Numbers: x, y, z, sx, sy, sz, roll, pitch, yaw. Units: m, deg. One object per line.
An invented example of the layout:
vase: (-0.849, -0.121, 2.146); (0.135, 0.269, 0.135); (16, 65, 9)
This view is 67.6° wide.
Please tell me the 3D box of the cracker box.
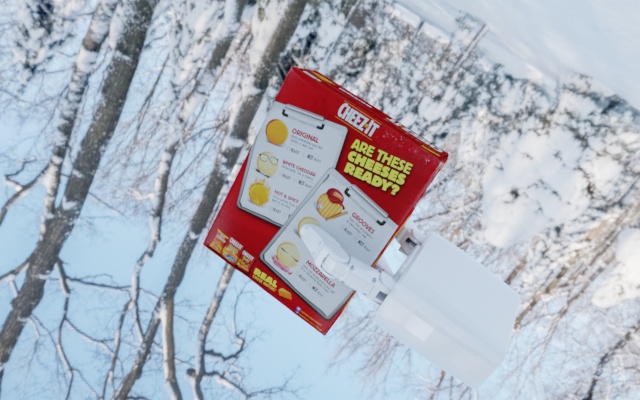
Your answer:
cracker box: (0.000, 0.002, 0.483); (0.164, 0.214, 0.072); (35, 21, 10)
